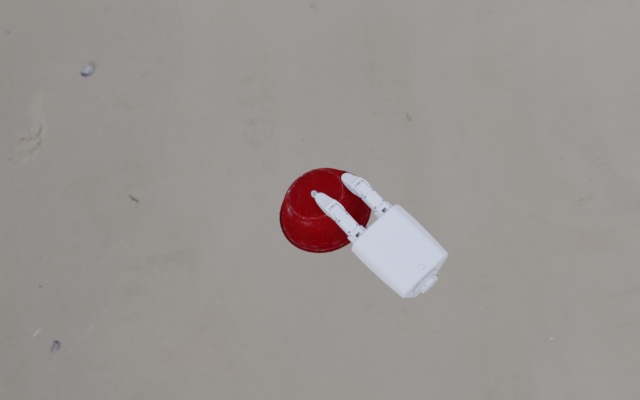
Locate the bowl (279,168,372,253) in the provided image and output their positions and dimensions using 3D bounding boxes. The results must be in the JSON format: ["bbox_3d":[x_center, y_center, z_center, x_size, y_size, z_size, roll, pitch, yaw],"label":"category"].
[{"bbox_3d":[-0.001,0.002,0.785,0.162,0.162,0.055,0,-30,19],"label":"bowl"}]
